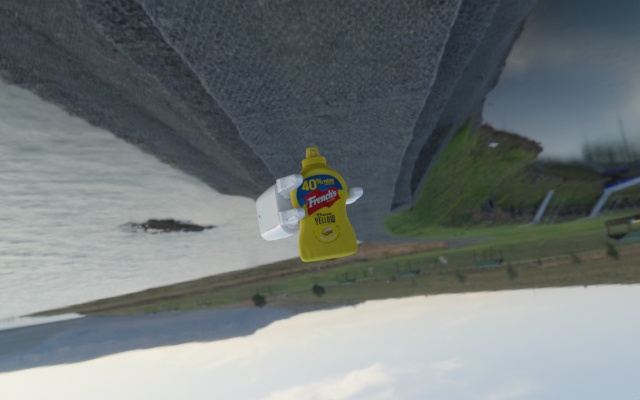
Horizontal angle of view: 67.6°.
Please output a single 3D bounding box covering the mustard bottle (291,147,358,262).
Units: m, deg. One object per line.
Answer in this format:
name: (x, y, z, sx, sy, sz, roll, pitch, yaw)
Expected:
mustard bottle: (0.000, 0.003, 0.807, 0.096, 0.191, 0.058, -8, -10, -6)
